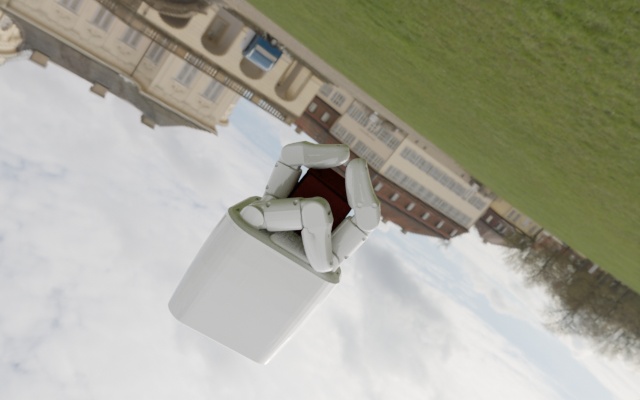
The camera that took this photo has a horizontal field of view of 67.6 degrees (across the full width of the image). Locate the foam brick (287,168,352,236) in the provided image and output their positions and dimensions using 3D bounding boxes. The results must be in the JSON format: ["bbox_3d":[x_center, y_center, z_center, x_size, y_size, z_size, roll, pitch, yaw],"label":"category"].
[{"bbox_3d":[0.000,0.001,0.446,0.053,0.051,0.078,37,14,2],"label":"foam brick"}]
